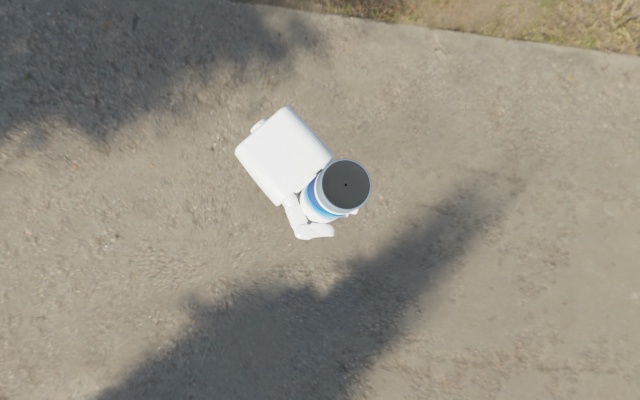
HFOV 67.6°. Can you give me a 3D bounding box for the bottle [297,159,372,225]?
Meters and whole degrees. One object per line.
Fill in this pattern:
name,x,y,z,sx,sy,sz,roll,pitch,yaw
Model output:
bottle,0.000,0.002,0.730,0.069,0.069,0.296,0,-9,-13
